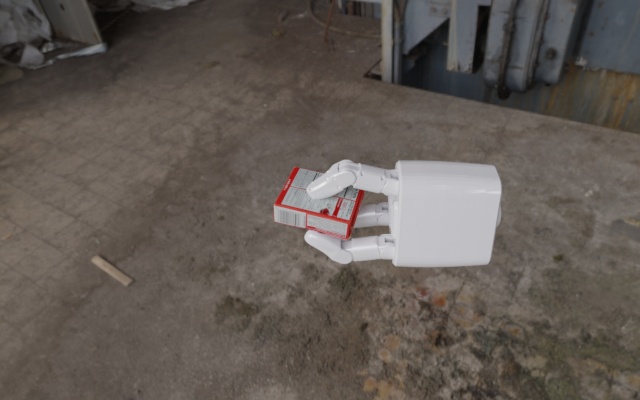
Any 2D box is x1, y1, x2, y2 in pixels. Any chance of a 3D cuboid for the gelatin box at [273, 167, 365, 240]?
[{"bbox_3d":[0.000,0.001,0.540,0.089,0.030,0.073,13,42,9],"label":"gelatin box"}]
